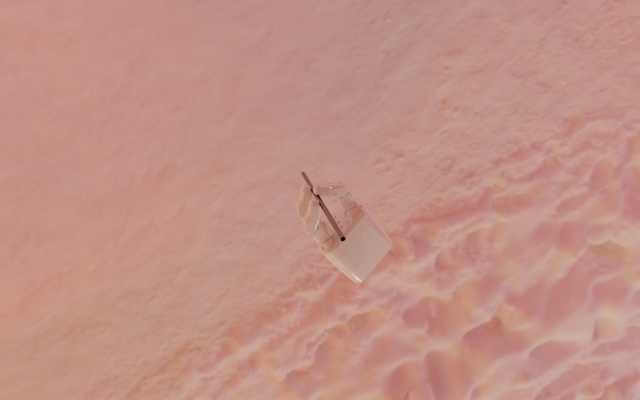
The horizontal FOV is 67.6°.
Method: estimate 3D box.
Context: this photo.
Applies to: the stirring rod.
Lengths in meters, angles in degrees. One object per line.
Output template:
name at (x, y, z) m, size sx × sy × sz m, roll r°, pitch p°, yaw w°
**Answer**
stirring rod at (0.000, 0.003, 0.801) m, size 0.011 × 0.011 × 0.239 m, roll 0°, pitch 27°, yaw -18°
